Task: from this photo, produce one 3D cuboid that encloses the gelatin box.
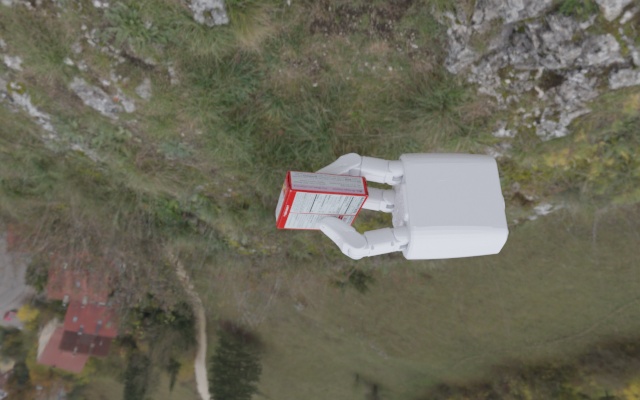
[{"bbox_3d":[0.000,0.002,0.529,0.089,0.030,0.073,3,-36,-16],"label":"gelatin box"}]
